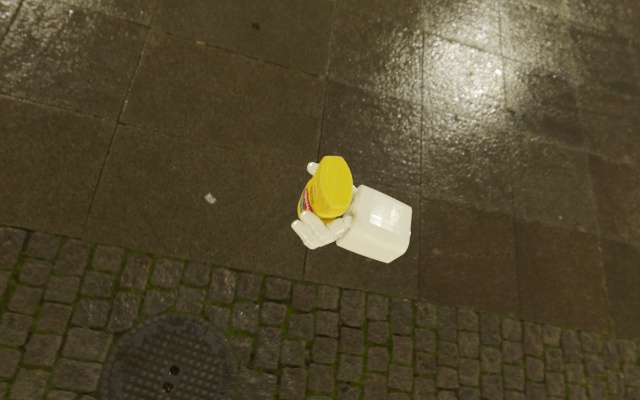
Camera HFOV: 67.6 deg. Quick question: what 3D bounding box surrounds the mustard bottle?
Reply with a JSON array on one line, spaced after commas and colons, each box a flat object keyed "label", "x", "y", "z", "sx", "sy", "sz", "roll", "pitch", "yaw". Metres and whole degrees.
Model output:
[{"label": "mustard bottle", "x": 0.000, "y": 0.003, "z": 0.849, "sx": 0.058, "sy": 0.096, "sz": 0.192, "roll": -1, "pitch": -21, "yaw": -18}]
